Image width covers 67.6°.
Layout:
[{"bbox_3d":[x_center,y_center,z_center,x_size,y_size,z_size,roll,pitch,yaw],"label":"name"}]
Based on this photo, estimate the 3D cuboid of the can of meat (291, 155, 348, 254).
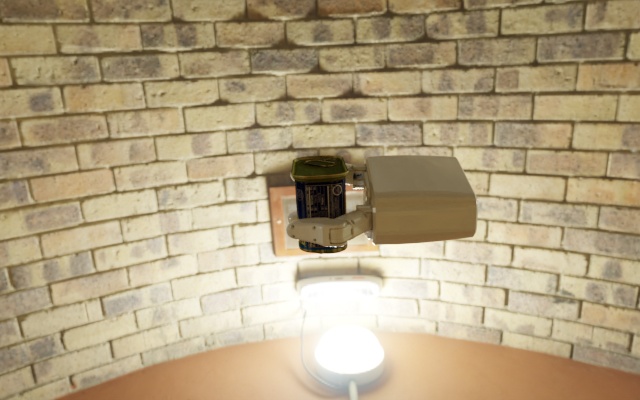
[{"bbox_3d":[0.000,0.002,0.517,0.057,0.084,0.102,-3,16,-1],"label":"can of meat"}]
